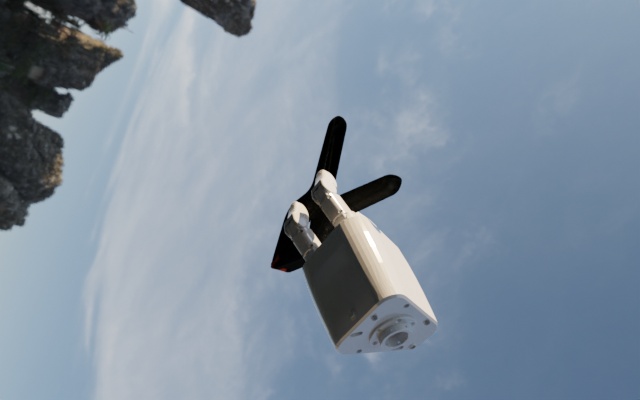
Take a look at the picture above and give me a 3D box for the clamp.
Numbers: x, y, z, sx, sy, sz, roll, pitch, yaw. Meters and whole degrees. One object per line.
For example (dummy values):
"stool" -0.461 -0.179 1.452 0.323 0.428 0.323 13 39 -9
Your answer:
"clamp" 0.000 0.003 0.602 0.036 0.210 0.164 22 29 -35
